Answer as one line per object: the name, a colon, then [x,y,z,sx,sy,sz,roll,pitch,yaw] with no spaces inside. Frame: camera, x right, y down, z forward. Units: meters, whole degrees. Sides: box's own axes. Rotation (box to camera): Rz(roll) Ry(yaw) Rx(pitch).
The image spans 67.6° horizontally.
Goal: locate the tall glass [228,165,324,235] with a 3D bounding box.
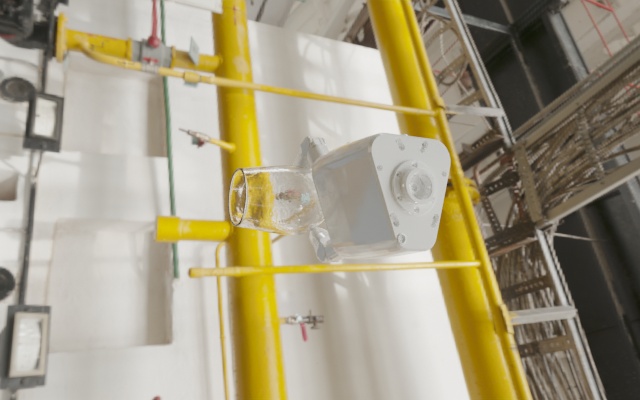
tall glass: [0.001,0.002,0.549,0.201,0.079,0.079,3,-2,-27]
